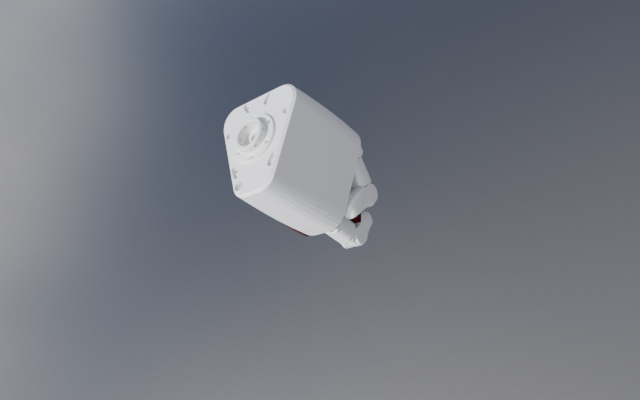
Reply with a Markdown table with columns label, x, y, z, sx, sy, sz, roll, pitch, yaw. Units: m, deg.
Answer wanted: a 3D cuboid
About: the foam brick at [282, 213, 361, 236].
| label | x | y | z | sx | sy | sz | roll | pitch | yaw |
| --- | --- | --- | --- | --- | --- | --- | --- | --- | --- |
| foam brick | 0.000 | 0.002 | 0.539 | 0.078 | 0.053 | 0.051 | -18 | -31 | 33 |
